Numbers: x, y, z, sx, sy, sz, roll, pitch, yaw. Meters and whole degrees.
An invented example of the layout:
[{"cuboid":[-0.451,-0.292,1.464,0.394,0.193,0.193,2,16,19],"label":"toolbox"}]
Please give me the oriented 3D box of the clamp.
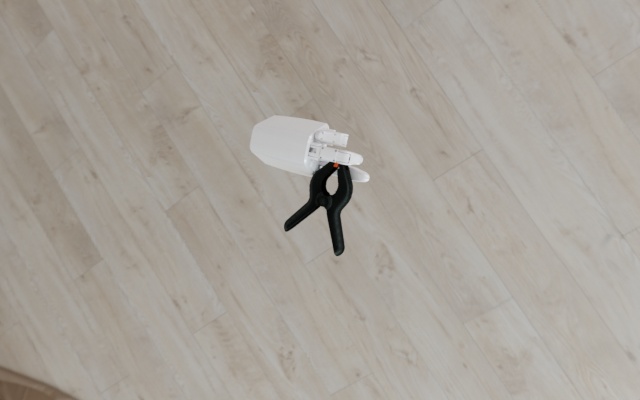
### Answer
[{"cuboid":[0.000,0.003,0.840,0.120,0.171,0.039,14,8,15],"label":"clamp"}]
